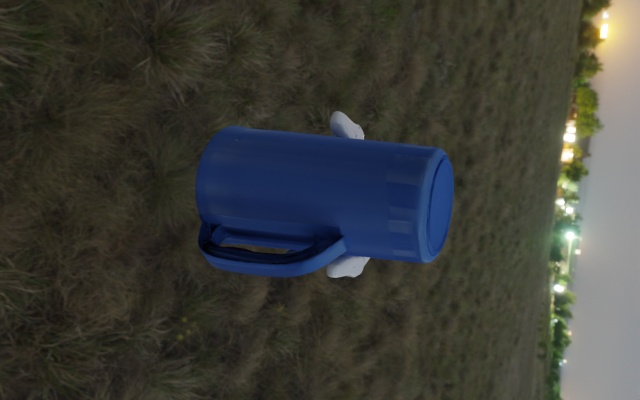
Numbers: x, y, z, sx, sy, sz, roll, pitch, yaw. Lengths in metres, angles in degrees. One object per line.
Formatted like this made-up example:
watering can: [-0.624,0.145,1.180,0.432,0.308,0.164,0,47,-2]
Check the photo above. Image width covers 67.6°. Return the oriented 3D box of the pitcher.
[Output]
pitcher: [0.000,0.002,0.485,0.243,0.149,0.145,6,2,27]
